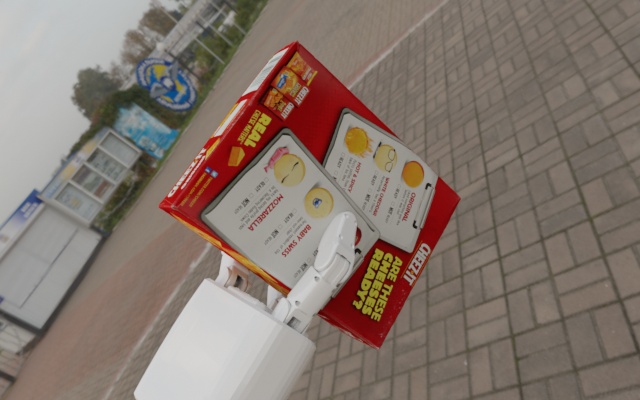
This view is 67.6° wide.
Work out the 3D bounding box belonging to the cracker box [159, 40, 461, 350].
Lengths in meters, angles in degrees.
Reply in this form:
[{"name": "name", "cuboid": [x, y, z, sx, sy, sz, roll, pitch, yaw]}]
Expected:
[{"name": "cracker box", "cuboid": [0.000, 0.001, 0.416, 0.214, 0.164, 0.072, 39, -16, -22]}]
